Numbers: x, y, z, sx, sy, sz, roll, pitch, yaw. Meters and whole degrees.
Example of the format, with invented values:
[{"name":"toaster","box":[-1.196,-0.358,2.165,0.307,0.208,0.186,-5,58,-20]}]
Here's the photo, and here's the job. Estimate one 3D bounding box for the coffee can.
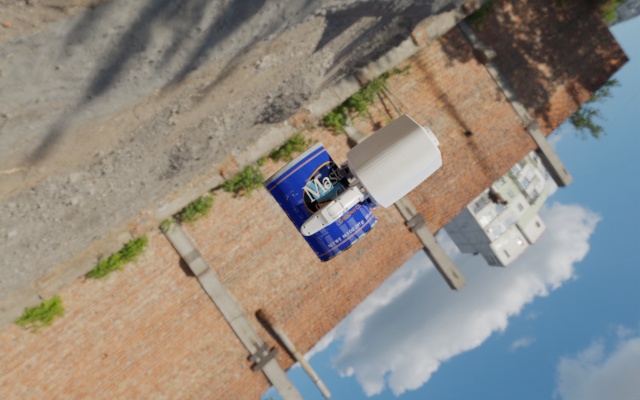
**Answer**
[{"name":"coffee can","box":[0.000,0.002,0.683,0.103,0.140,0.103,-36,3,2]}]
